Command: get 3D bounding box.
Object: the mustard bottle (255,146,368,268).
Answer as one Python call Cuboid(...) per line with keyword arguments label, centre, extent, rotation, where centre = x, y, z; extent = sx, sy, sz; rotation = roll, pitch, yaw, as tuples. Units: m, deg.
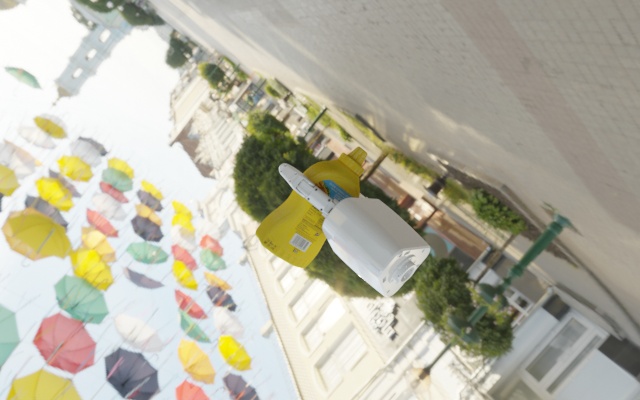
Cuboid(label="mustard bottle", centre=(0.000, 0.002, 0.683), extent=(0.096, 0.191, 0.058), rotation=(36, 6, -35))
